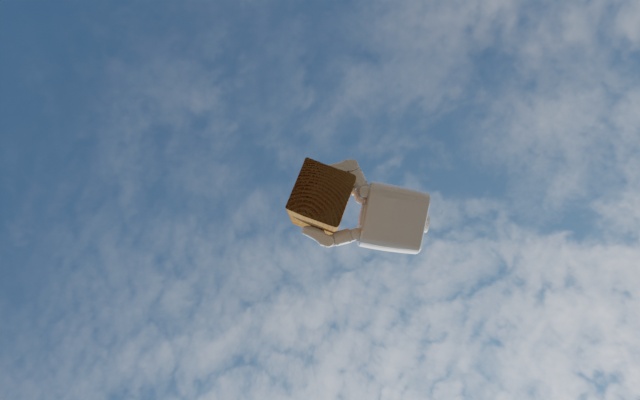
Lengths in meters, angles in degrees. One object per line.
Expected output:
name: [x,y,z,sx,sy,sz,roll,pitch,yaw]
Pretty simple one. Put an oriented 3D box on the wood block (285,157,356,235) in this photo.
wood block: [0.000,0.003,0.842,0.090,0.091,0.206,20,-9,3]
